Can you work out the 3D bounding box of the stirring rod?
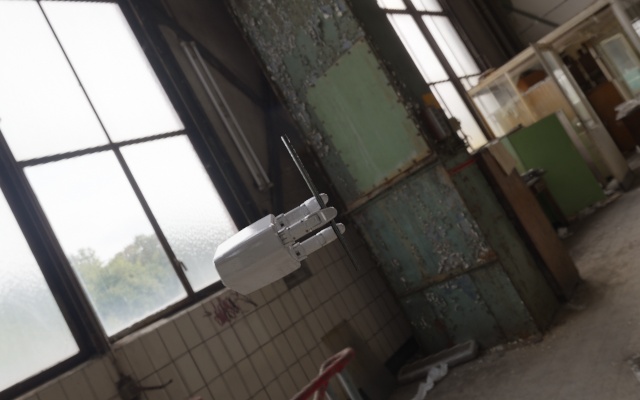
[{"bbox_3d":[0.000,0.003,0.744,0.011,0.239,0.011,-29,-5,-3],"label":"stirring rod"}]
